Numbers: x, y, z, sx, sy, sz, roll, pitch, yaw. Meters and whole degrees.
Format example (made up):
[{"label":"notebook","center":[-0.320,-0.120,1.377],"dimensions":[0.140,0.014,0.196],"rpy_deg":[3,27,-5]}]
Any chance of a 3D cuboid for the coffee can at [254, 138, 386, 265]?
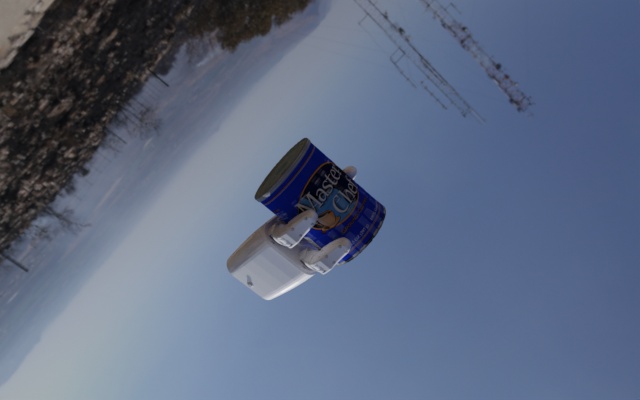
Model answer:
[{"label":"coffee can","center":[0.000,0.002,0.624],"dimensions":[0.140,0.103,0.103],"rpy_deg":[40,-12,-14]}]
